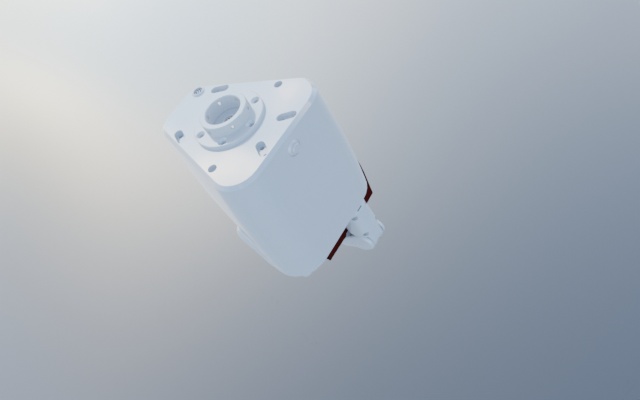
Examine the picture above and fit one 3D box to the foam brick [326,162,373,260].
[{"bbox_3d":[0.000,0.001,0.413,0.053,0.078,0.051,19,-25,34],"label":"foam brick"}]
